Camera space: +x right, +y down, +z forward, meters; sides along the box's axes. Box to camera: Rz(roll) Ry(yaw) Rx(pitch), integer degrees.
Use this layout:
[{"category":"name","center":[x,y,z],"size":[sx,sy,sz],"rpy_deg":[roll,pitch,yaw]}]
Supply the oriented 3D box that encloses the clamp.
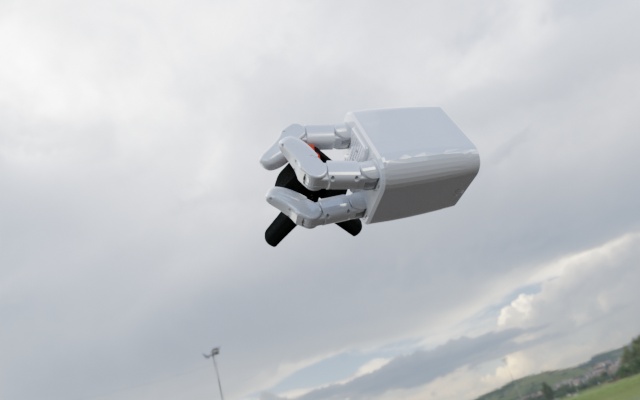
[{"category":"clamp","center":[0.000,0.001,0.538],"size":[0.120,0.039,0.172],"rpy_deg":[-8,-30,-14]}]
